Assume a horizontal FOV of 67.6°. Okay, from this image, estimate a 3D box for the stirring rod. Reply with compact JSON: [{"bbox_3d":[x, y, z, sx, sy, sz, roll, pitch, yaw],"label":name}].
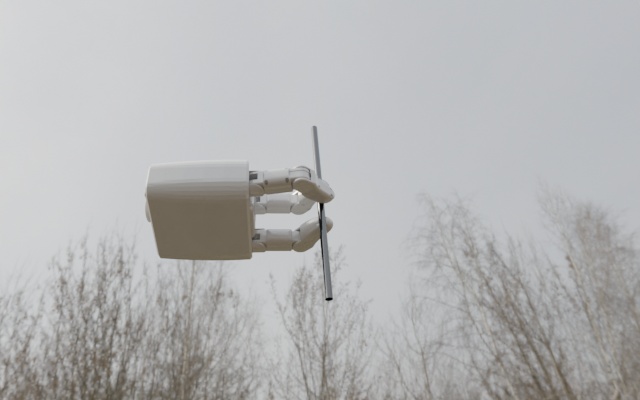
[{"bbox_3d":[0.000,0.002,0.541,0.011,0.239,0.011,-3,-37,-2],"label":"stirring rod"}]
